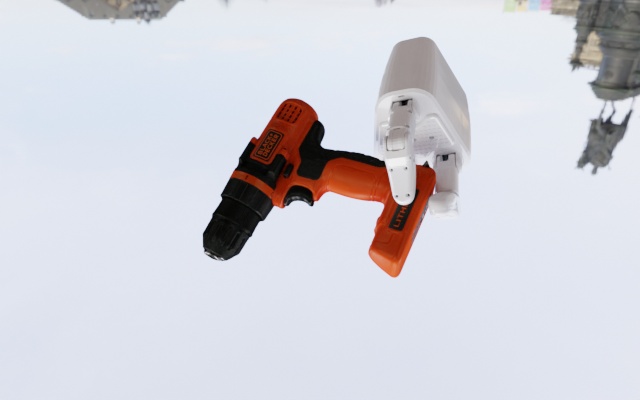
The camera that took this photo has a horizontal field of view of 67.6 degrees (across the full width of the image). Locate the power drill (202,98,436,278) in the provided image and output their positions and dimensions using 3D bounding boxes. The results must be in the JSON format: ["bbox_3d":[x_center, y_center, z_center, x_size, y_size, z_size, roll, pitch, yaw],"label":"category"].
[{"bbox_3d":[0.001,0.001,0.453,0.187,0.184,0.057,23,-18,16],"label":"power drill"}]
